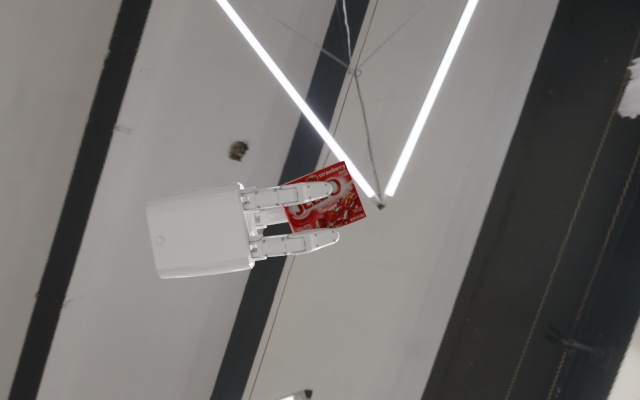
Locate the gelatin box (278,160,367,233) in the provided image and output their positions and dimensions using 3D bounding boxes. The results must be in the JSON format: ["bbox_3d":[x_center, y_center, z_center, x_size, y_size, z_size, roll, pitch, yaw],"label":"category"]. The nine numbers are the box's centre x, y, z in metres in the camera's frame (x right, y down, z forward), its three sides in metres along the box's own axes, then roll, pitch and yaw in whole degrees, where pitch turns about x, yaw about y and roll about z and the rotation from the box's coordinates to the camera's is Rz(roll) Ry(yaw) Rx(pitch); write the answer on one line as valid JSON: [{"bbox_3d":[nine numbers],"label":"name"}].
[{"bbox_3d":[0.000,0.002,0.567,0.089,0.073,0.030,-22,5,-6],"label":"gelatin box"}]
